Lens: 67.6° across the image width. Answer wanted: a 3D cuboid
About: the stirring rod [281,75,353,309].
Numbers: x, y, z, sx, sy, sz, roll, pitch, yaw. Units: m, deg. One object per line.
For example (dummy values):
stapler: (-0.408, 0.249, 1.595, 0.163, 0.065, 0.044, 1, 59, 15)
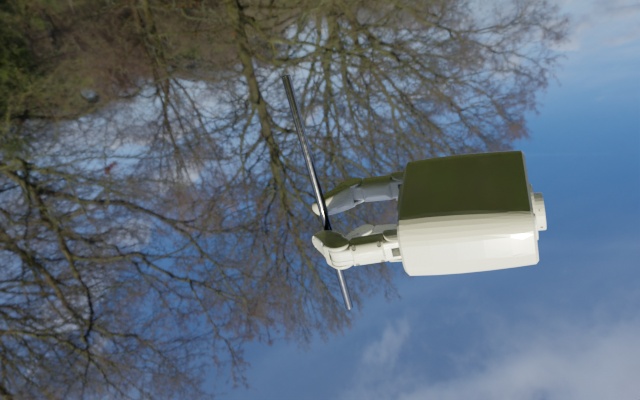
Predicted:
stirring rod: (0.000, 0.001, 0.453, 0.011, 0.240, 0.011, -13, 20, 5)
